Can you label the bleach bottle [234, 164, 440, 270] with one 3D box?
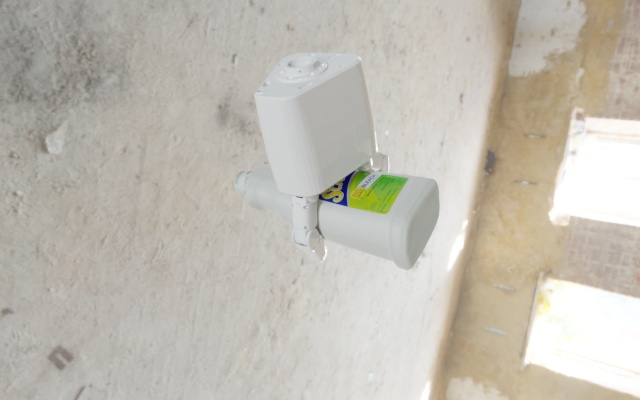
[{"bbox_3d":[0.000,0.002,0.546,0.251,0.068,0.102,11,42,30],"label":"bleach bottle"}]
